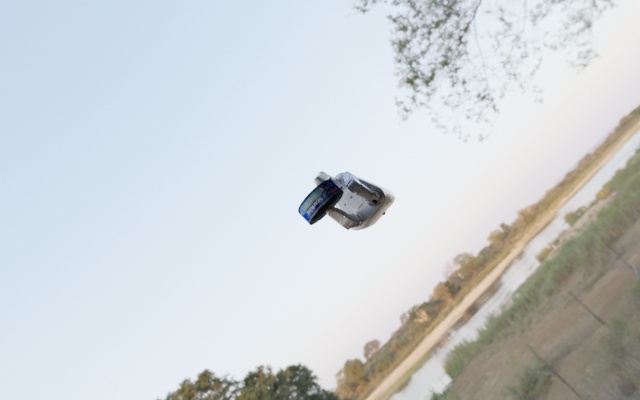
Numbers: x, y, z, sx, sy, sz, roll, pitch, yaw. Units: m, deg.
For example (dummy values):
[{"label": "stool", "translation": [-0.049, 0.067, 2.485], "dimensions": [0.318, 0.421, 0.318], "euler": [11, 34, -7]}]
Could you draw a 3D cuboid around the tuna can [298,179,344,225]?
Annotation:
[{"label": "tuna can", "translation": [0.000, 0.002, 0.858], "dimensions": [0.033, 0.086, 0.086], "euler": [45, 12, 12]}]
